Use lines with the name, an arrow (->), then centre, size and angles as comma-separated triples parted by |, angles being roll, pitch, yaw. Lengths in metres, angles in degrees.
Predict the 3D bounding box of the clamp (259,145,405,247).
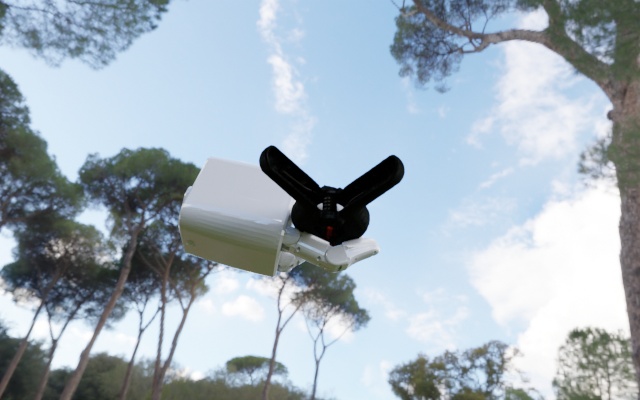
clamp -> 0.000, 0.001, 0.455 | 0.120, 0.039, 0.172 | 14, -31, -1
